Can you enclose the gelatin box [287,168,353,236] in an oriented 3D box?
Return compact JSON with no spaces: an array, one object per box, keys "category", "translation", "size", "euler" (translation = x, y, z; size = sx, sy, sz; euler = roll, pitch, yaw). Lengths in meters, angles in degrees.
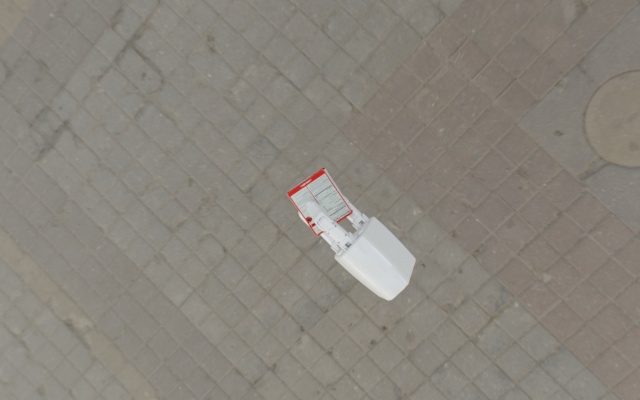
[{"category":"gelatin box","translation":[0.000,0.002,0.786],"size":[0.073,0.089,0.030],"euler":[-34,6,9]}]
